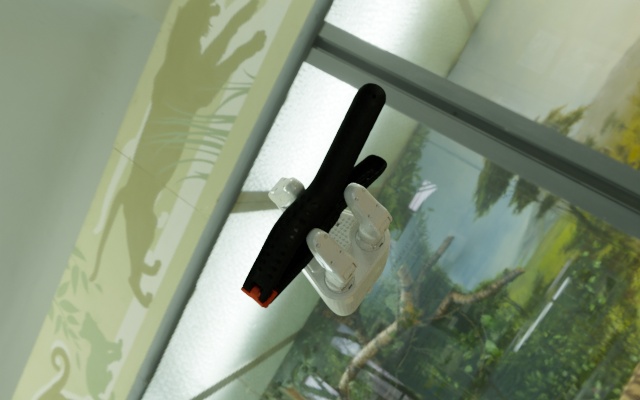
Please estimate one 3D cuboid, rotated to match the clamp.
[{"bbox_3d":[-0.001,0.002,0.437,0.036,0.210,0.165,33,-17,18],"label":"clamp"}]
